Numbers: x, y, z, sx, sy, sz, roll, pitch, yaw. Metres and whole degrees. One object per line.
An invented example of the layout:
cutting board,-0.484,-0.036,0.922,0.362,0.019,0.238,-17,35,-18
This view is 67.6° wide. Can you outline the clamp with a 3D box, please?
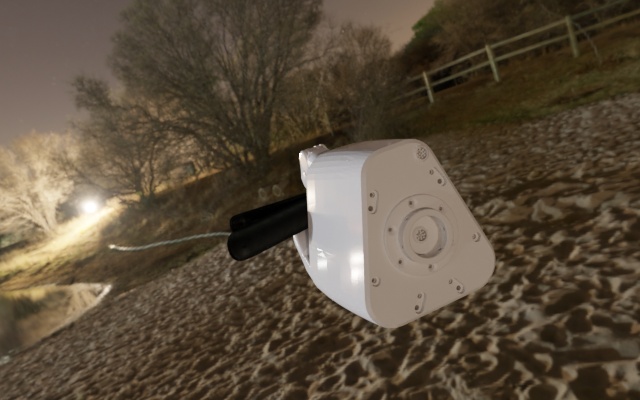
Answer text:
clamp,0.000,0.001,0.478,0.210,0.036,0.164,-22,8,-15
